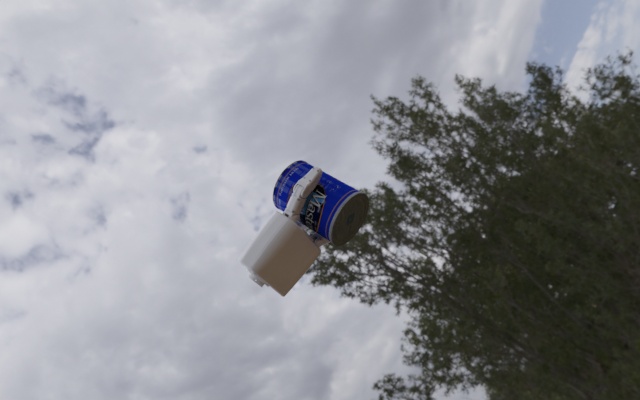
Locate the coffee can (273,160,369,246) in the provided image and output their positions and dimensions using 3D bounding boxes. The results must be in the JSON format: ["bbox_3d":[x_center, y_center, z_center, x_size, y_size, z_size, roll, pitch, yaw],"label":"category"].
[{"bbox_3d":[0.000,0.003,0.848,0.140,0.103,0.103,30,16,30],"label":"coffee can"}]
